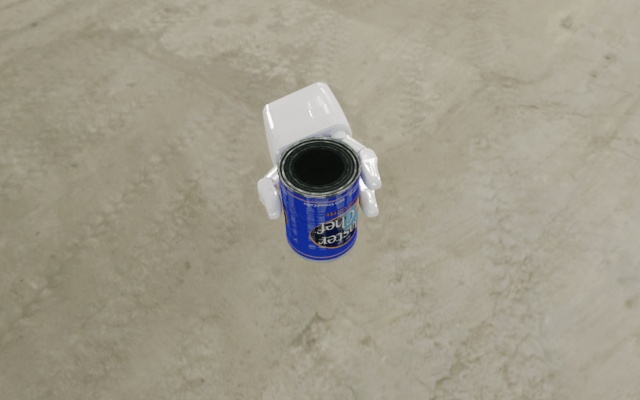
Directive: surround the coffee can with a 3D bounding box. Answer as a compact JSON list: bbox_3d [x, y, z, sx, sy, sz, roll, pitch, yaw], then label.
[{"bbox_3d":[0.000,0.002,0.629,0.103,0.102,0.140,0,-40,2],"label":"coffee can"}]
